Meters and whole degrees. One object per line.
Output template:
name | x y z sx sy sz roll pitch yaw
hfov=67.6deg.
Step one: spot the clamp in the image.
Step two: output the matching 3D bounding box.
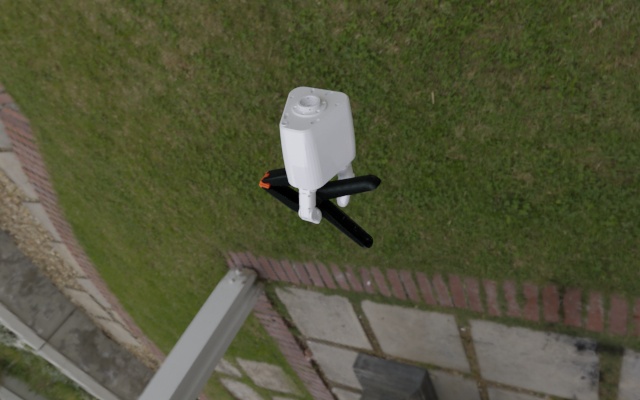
clamp | -0.001 0.003 0.781 0.210 0.165 0.036 14 49 21
